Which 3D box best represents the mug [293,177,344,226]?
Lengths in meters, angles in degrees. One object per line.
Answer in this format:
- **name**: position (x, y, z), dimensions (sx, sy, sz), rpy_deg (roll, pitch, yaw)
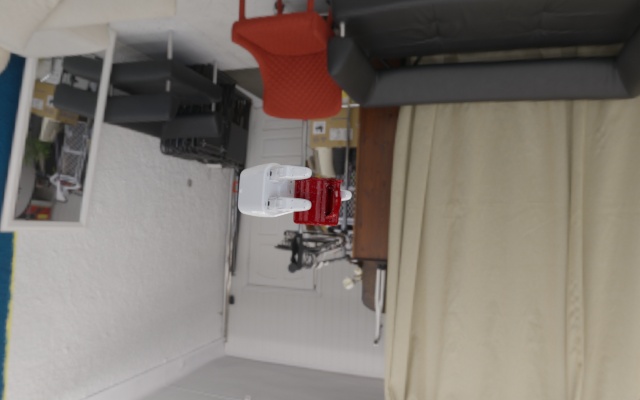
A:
- **mug**: position (0.001, 0.003, 0.841), dimensions (0.093, 0.081, 0.117), rpy_deg (4, -2, -35)
